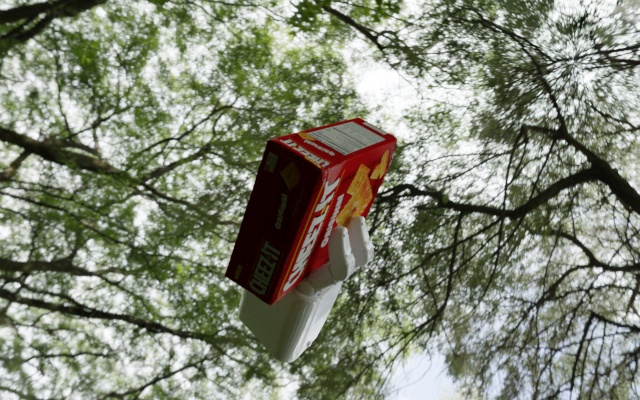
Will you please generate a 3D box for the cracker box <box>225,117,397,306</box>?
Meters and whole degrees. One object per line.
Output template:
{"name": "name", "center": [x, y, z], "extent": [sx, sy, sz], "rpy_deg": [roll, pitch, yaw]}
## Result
{"name": "cracker box", "center": [0.000, 0.002, 0.550], "extent": [0.072, 0.164, 0.213], "rpy_deg": [30, 26, 18]}
